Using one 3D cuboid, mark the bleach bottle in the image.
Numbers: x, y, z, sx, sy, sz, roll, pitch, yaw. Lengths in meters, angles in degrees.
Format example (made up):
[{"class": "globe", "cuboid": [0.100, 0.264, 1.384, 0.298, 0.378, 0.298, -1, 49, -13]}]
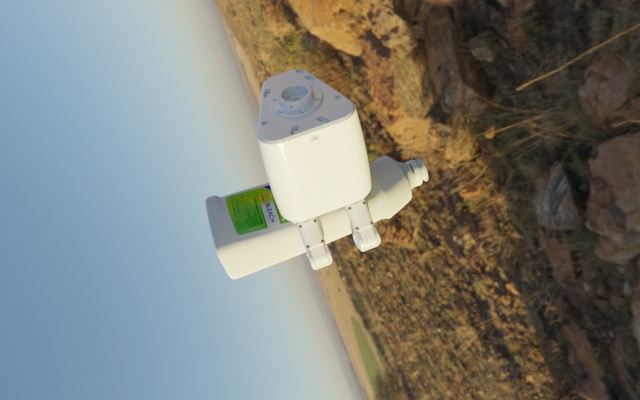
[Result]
[{"class": "bleach bottle", "cuboid": [0.000, 0.002, 0.554, 0.251, 0.068, 0.102, -20, 47, -5]}]
